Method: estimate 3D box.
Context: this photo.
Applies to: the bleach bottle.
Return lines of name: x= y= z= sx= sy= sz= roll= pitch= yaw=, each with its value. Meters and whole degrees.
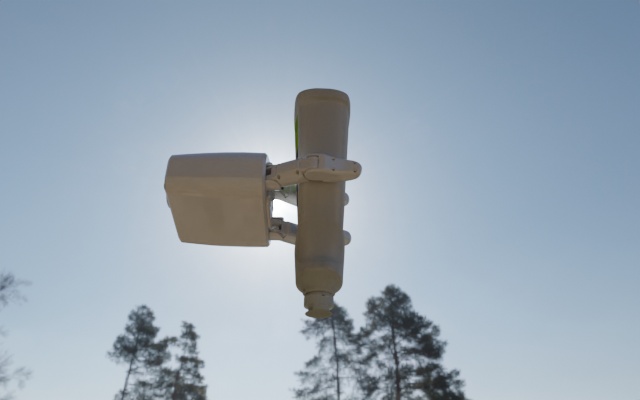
bleach bottle: x=0.000 y=0.002 z=0.535 sx=0.068 sy=0.250 sz=0.103 roll=1 pitch=-29 yaw=-1
